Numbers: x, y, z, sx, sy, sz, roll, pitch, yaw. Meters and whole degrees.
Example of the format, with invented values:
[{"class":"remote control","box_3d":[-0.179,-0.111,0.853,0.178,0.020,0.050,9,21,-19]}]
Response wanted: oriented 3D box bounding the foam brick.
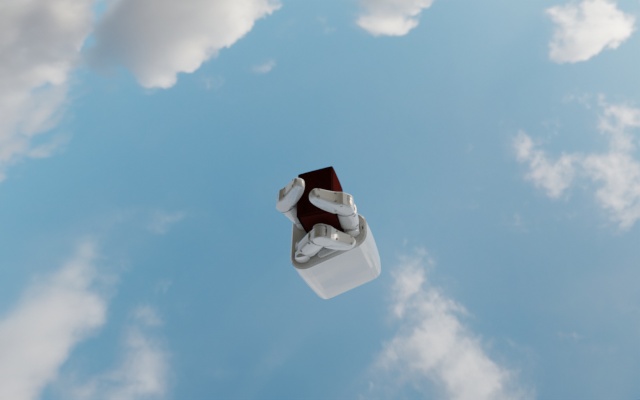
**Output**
[{"class":"foam brick","box_3d":[0.000,0.002,0.658,0.053,0.078,0.051,-11,-40,15]}]
